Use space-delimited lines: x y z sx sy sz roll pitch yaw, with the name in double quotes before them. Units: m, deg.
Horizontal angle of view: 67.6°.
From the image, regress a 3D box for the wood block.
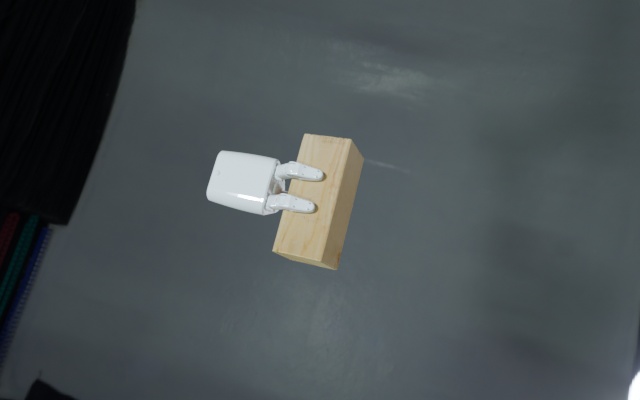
"wood block" 0.000 0.003 0.810 0.090 0.206 0.091 10 -13 21
